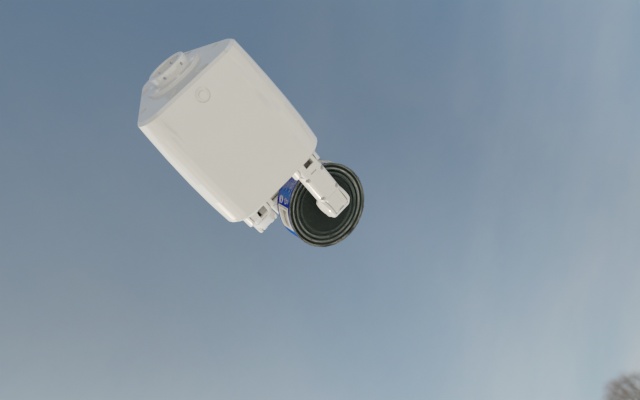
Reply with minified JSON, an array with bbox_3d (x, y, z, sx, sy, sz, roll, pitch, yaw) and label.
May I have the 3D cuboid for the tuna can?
[{"bbox_3d":[0.000,0.001,0.484,0.086,0.086,0.033,0,14,-31],"label":"tuna can"}]
